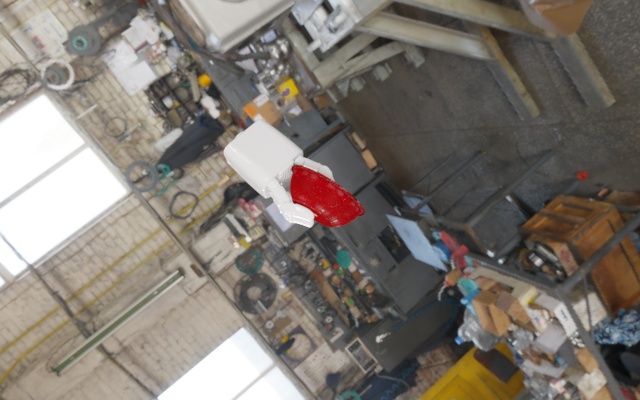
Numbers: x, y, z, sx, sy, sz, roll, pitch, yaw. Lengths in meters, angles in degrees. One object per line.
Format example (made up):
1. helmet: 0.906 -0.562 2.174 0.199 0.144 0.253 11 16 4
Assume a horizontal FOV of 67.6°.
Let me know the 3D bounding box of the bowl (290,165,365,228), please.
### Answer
1. bowl: 0.001 0.004 0.883 0.162 0.055 0.162 31 -12 8
